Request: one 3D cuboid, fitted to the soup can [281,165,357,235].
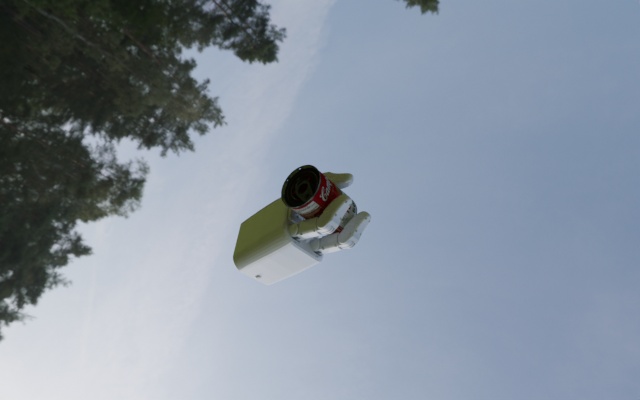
[{"bbox_3d":[0.001,0.002,0.698,0.068,0.068,0.102,0,-27,39],"label":"soup can"}]
